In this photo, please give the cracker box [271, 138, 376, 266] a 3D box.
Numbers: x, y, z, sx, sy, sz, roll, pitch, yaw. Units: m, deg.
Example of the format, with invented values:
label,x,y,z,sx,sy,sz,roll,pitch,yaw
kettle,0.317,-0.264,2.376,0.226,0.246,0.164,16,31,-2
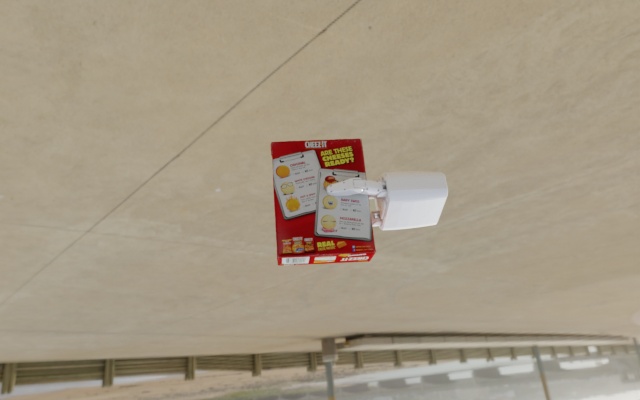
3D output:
label,x,y,z,sx,sy,sz,roll,pitch,yaw
cracker box,0.000,0.003,0.836,0.164,0.213,0.072,-3,-23,-6
